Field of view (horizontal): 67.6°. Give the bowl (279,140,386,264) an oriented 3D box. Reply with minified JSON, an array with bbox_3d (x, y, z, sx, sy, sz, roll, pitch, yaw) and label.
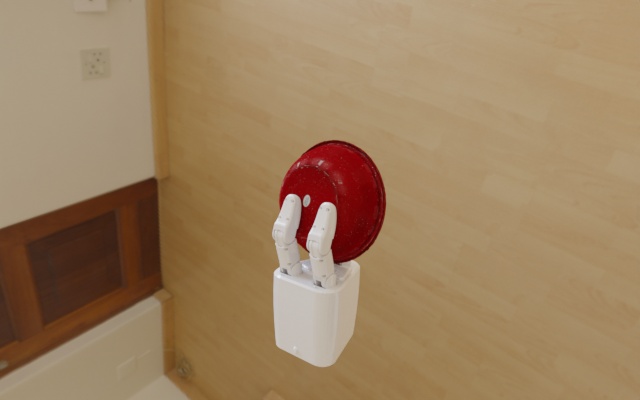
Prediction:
[{"bbox_3d":[0.000,0.001,0.605,0.162,0.162,0.055,0,1,37],"label":"bowl"}]
